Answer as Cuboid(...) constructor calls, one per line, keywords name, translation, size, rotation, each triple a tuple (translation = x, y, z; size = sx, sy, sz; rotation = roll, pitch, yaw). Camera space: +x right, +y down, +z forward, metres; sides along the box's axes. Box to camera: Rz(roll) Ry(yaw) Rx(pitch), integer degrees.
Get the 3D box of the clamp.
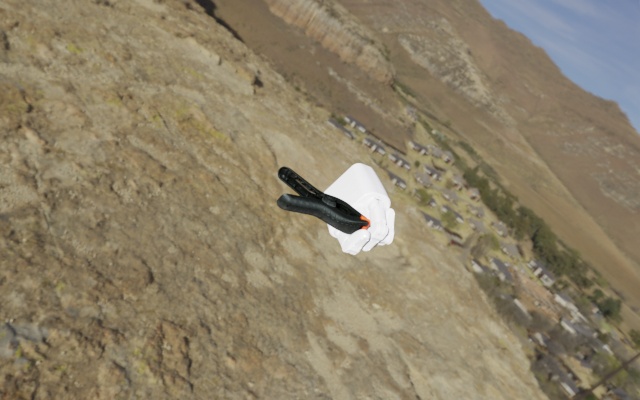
Cuboid(name="clamp", translation=(0.001, 0.002, 0.768), size=(0.171, 0.039, 0.120), rotation=(25, 29, -26))
